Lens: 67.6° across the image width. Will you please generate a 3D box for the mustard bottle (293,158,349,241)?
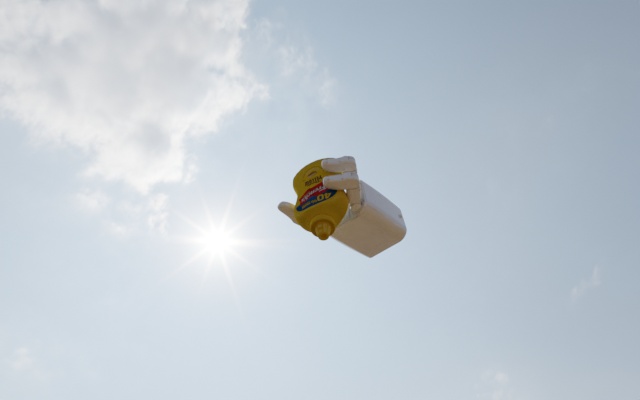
[{"bbox_3d":[0.000,0.002,0.822,0.096,0.058,0.191,-23,33,12],"label":"mustard bottle"}]
